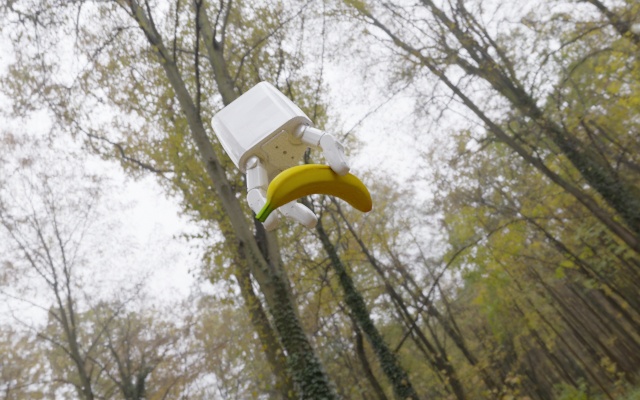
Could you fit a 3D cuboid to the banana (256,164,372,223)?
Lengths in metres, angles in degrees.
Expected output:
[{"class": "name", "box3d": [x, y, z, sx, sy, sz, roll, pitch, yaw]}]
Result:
[{"class": "banana", "box3d": [0.004, -0.013, 0.612, 0.198, 0.070, 0.037, -2, 35, -41]}]
